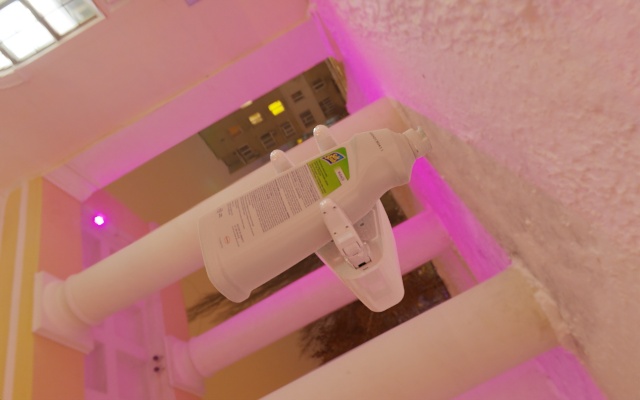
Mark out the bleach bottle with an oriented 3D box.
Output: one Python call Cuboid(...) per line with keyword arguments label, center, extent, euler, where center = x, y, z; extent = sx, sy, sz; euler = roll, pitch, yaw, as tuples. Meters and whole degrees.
Cuboid(label="bleach bottle", center=(0.000, 0.002, 0.490), extent=(0.251, 0.102, 0.068), euler=(-28, -41, 4))
